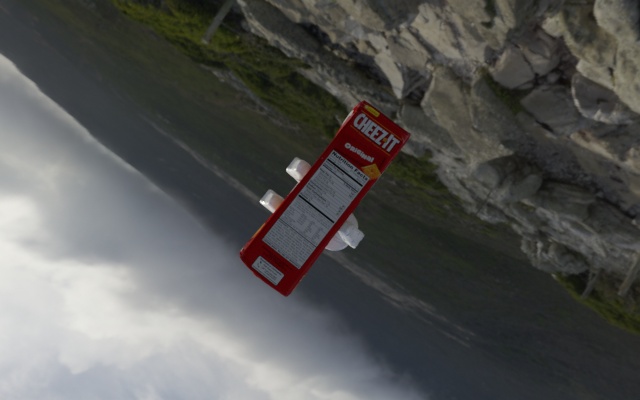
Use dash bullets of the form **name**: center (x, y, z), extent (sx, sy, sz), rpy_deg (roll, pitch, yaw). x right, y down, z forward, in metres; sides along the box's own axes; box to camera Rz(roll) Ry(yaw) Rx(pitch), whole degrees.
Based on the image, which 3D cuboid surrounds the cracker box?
- **cracker box**: center (0.000, 0.002, 0.563), extent (0.072, 0.213, 0.164), rpy_deg (38, -6, 1)
